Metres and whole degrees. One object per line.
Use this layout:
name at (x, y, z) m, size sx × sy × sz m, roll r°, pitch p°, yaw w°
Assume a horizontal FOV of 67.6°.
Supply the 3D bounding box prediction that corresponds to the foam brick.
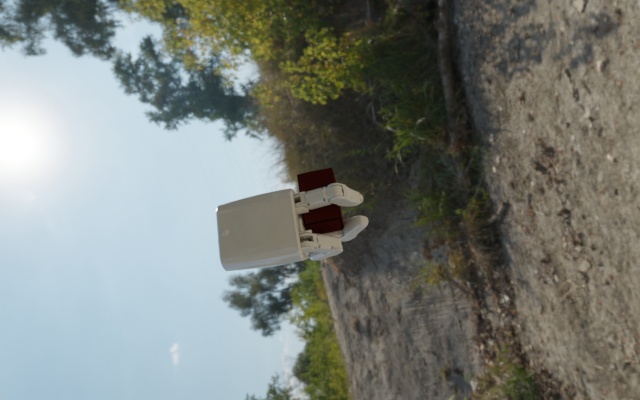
foam brick at (0.000, 0.002, 0.665) m, size 0.051 × 0.078 × 0.053 m, roll -11°, pitch -22°, yaw 4°
